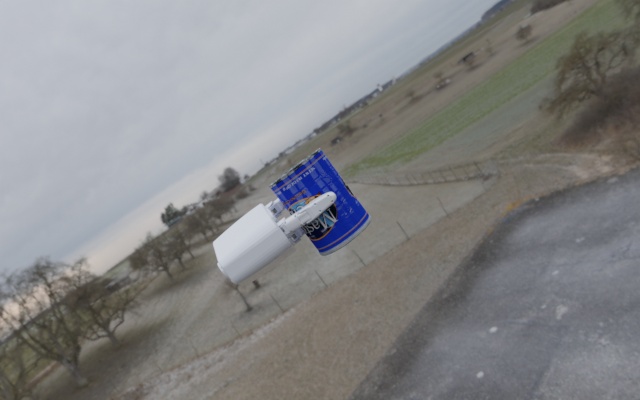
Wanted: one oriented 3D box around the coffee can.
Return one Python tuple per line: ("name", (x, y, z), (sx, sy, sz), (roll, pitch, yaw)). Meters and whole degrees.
("coffee can", (0.000, 0.003, 0.764), (0.103, 0.140, 0.103), (-36, 7, 5))
